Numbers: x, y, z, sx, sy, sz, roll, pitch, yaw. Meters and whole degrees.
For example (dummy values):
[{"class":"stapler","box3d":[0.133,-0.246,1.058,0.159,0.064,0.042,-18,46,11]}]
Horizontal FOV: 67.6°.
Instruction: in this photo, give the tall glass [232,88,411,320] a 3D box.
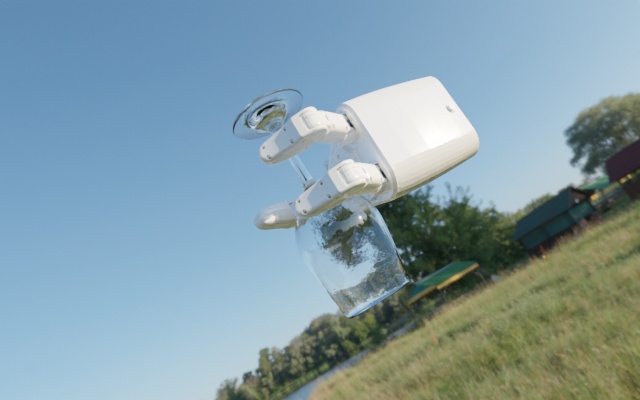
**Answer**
[{"class":"tall glass","box3d":[0.000,0.001,0.424,0.079,0.201,0.079,-28,-15,-9]}]
